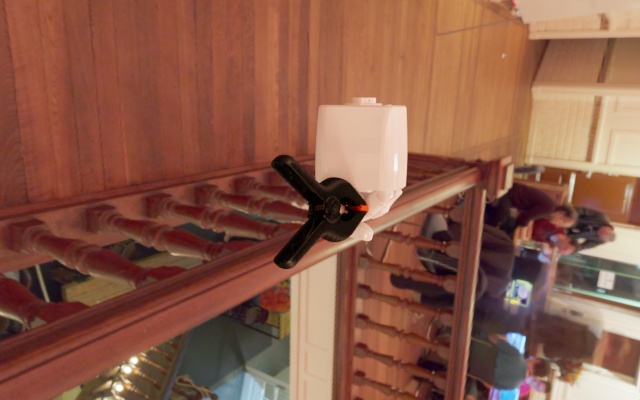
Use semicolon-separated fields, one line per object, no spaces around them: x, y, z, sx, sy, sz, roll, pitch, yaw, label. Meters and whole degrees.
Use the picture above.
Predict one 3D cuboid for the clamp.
0.001;0.002;0.558;0.039;0.120;0.171;5;12;33;clamp
